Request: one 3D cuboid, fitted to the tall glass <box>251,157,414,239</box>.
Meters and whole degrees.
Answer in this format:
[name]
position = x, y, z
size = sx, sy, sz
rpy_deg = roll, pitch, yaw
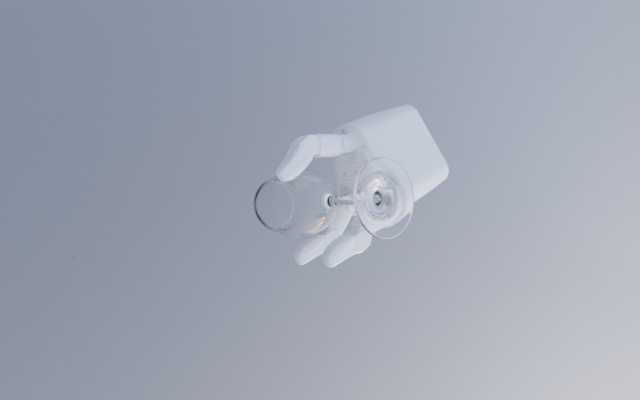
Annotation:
[tall glass]
position = 0.000, 0.002, 0.508
size = 0.079, 0.079, 0.201
rpy_deg = 0, -2, -37
